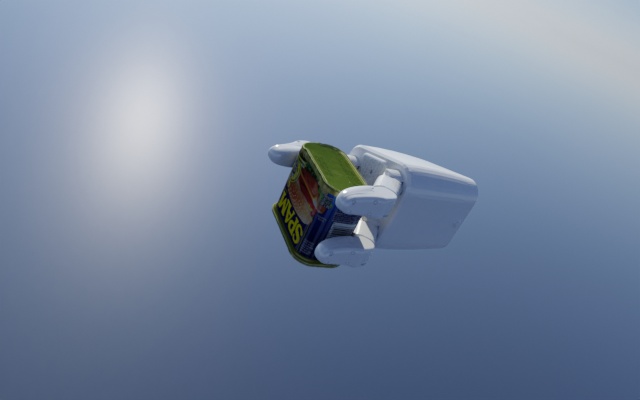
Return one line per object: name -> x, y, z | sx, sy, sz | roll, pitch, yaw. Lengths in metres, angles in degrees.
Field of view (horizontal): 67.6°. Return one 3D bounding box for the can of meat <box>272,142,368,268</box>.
can of meat -> 0.000, 0.001, 0.472 | 0.057, 0.084, 0.102 | 9, 32, -29
